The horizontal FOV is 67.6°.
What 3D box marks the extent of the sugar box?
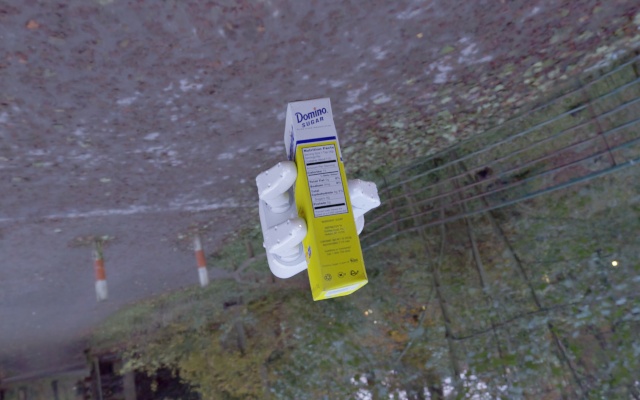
[{"bbox_3d":[0.000,0.002,0.458,0.048,0.176,0.093,-11,-15,-10],"label":"sugar box"}]
